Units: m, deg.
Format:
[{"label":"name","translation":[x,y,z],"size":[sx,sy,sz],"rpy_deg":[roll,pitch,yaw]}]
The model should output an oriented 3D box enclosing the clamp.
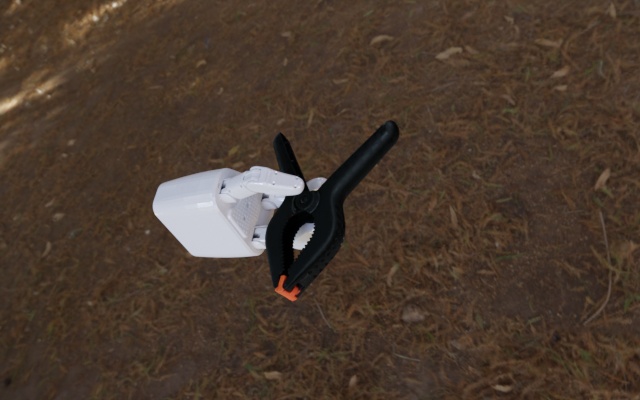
[{"label":"clamp","translation":[-0.001,0.002,0.511],"size":[0.164,0.210,0.036],"rpy_deg":[-8,-32,32]}]
